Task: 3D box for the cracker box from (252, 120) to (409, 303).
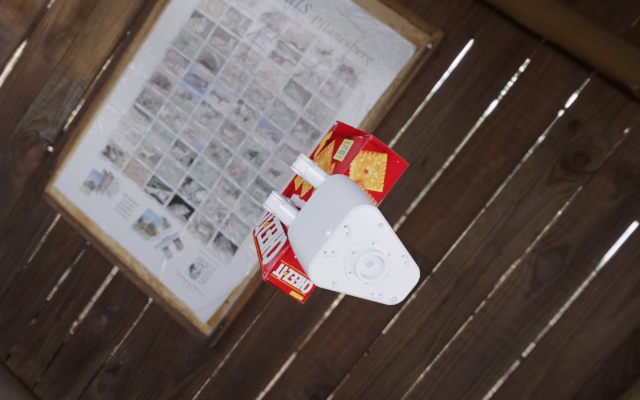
[{"bbox_3d":[0.000,0.002,0.633,0.072,0.214,0.164,36,6,-20],"label":"cracker box"}]
